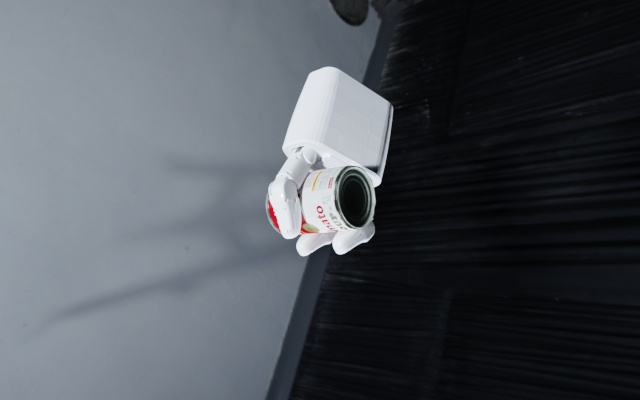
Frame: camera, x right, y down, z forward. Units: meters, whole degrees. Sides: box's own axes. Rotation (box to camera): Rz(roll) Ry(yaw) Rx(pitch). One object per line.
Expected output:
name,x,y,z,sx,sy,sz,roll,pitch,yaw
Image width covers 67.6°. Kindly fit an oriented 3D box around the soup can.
soup can,0.000,0.002,0.516,0.102,0.068,0.068,-8,-5,41
